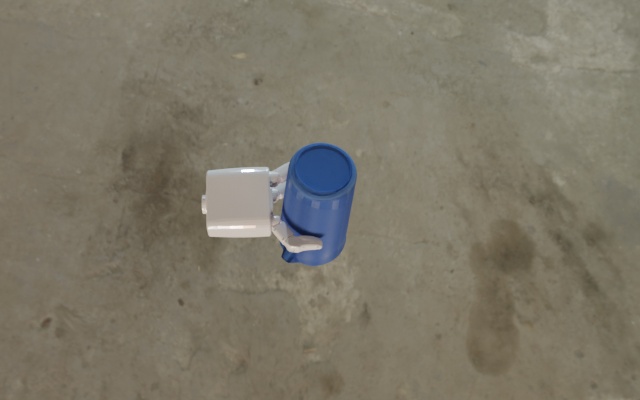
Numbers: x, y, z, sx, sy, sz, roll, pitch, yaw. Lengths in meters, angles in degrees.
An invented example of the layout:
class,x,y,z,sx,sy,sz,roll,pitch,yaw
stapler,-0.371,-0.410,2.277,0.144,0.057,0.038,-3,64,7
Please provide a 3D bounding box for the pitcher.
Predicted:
class,x,y,z,sx,sy,sz,roll,pitch,yaw
pitcher,0.000,0.003,0.839,0.145,0.149,0.243,-1,-29,-7
